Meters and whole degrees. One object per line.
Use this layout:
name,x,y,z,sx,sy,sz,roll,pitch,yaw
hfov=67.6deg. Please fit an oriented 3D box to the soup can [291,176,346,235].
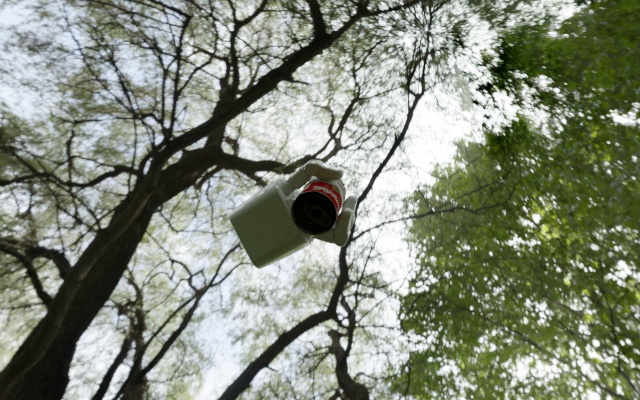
soup can,0.001,0.002,0.732,0.068,0.068,0.102,0,19,12
